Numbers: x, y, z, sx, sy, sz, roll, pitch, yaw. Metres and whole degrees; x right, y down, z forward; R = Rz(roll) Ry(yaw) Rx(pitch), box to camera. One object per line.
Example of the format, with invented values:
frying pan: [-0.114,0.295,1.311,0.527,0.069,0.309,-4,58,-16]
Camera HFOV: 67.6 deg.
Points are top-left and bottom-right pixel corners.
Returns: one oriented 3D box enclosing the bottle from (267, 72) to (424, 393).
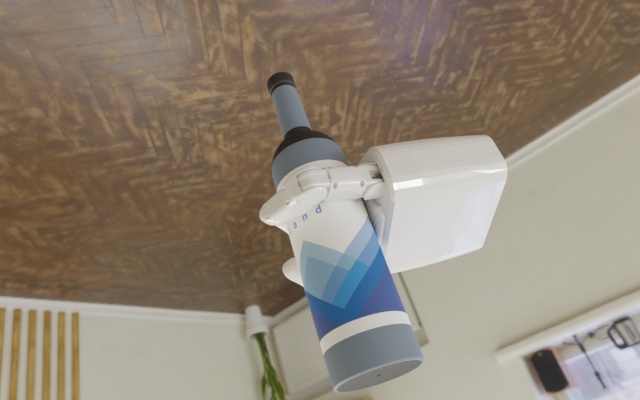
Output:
bottle: [0.000,0.002,0.403,0.069,0.295,0.069,-14,-31,-8]
